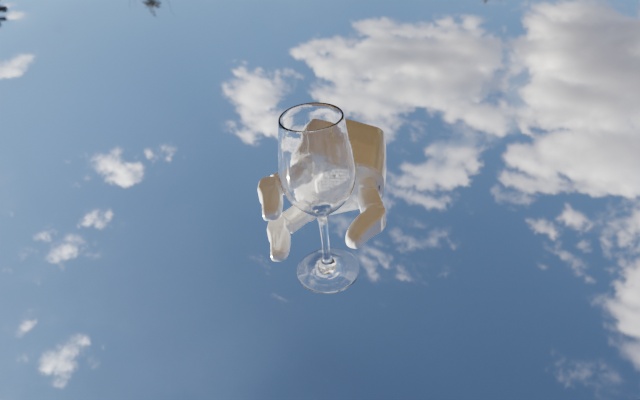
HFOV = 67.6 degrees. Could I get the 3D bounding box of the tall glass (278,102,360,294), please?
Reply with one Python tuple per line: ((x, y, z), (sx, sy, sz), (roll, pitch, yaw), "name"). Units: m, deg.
((0.000, 0.002, 0.503), (0.079, 0.201, 0.079), (-4, 36, 3), "tall glass")
